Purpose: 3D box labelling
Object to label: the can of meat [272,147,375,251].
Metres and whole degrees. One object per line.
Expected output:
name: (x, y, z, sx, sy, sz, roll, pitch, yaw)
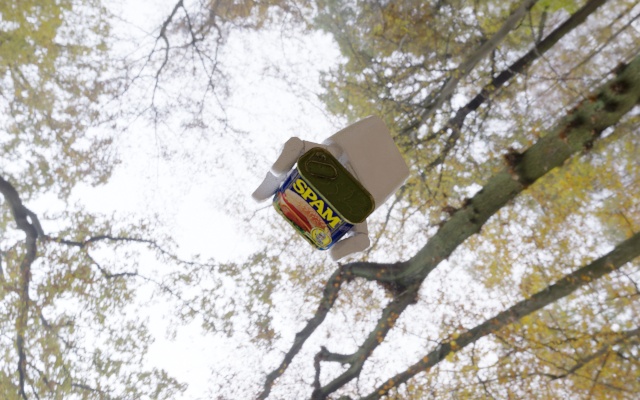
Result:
can of meat: (0.000, 0.002, 0.568, 0.057, 0.102, 0.084, -42, -3, -42)
